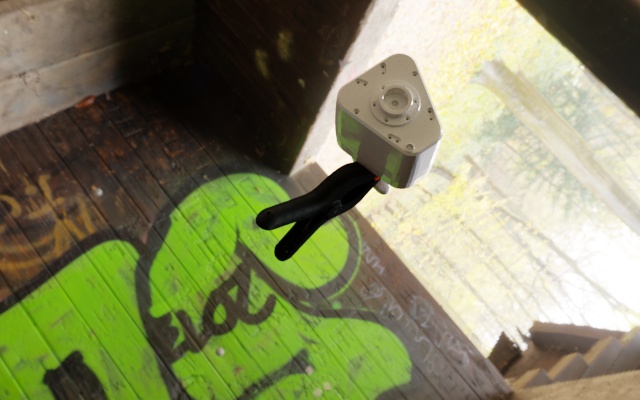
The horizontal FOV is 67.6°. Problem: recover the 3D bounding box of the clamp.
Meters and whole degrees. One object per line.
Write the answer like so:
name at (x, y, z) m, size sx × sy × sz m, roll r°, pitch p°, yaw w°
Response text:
clamp at (0.001, 0.002, 0.557) m, size 0.171 × 0.039 × 0.120 m, roll -40°, pitch -18°, yaw -3°
